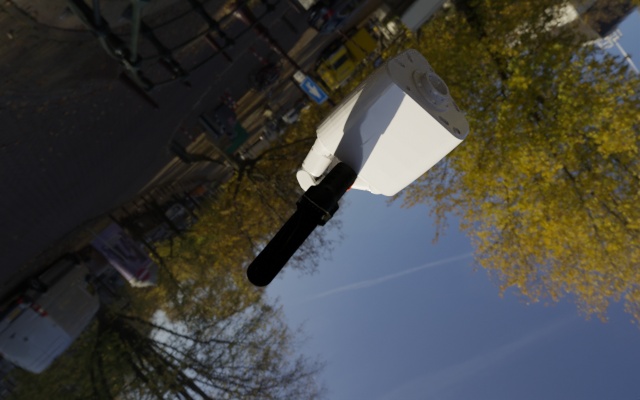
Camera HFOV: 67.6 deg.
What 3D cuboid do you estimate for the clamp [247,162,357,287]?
[{"bbox_3d":[0.001,0.002,0.455,0.120,0.039,0.171,-44,5,40],"label":"clamp"}]
